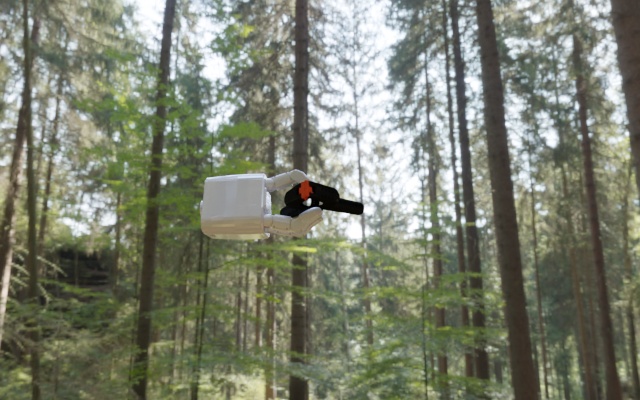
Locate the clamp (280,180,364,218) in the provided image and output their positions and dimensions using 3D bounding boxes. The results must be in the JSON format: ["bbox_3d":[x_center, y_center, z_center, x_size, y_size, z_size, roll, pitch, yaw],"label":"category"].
[{"bbox_3d":[0.000,0.002,0.845,0.164,0.036,0.210,-4,-13,1],"label":"clamp"}]
